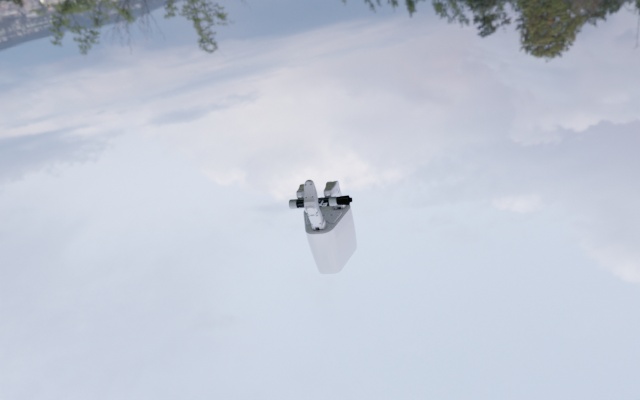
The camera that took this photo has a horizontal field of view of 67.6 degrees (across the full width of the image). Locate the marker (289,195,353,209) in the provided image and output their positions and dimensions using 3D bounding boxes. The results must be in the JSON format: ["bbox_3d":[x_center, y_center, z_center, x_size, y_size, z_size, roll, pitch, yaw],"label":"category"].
[{"bbox_3d":[0.000,0.003,0.885,0.121,0.020,0.020,-4,-1,17],"label":"marker"}]
